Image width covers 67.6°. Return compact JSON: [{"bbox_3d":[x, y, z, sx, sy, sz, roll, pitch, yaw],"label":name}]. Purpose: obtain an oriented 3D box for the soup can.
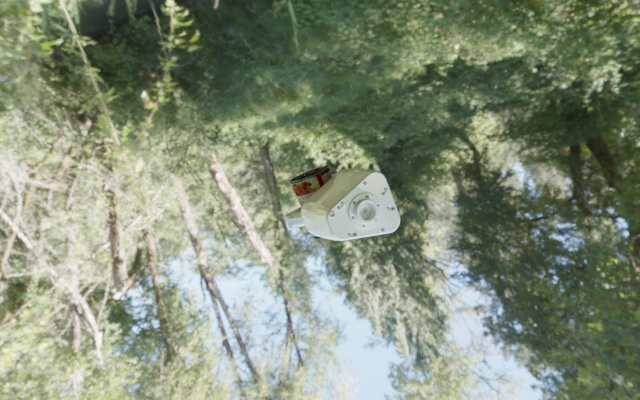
[{"bbox_3d":[0.000,0.003,0.781,0.068,0.102,0.068,-21,10,4],"label":"soup can"}]
